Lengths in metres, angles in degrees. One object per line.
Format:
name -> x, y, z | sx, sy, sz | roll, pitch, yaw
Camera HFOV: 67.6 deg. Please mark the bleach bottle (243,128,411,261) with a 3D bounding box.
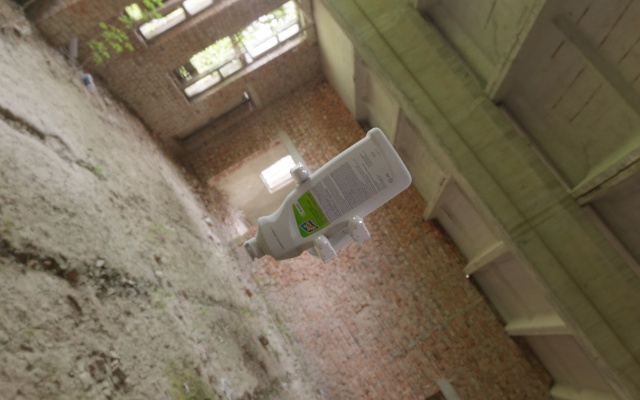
bleach bottle -> 0.000, 0.002, 0.687 | 0.251, 0.102, 0.068 | -31, -11, -4
